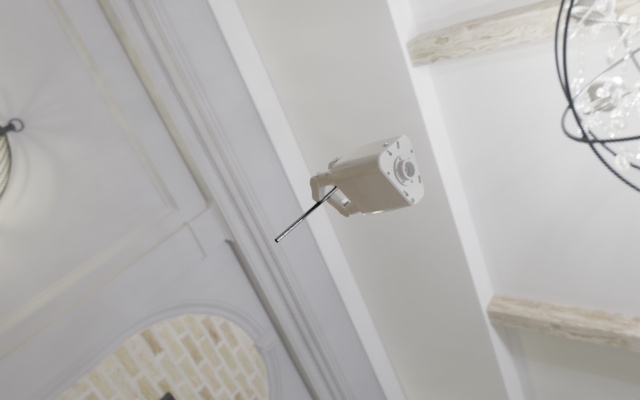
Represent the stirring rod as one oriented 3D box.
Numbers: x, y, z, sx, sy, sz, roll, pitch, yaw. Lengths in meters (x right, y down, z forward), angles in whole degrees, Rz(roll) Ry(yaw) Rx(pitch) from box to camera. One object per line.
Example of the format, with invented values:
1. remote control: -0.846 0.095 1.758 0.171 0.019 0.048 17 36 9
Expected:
1. stirring rod: 0.000 0.003 0.853 0.011 0.011 0.239 0 32 45
